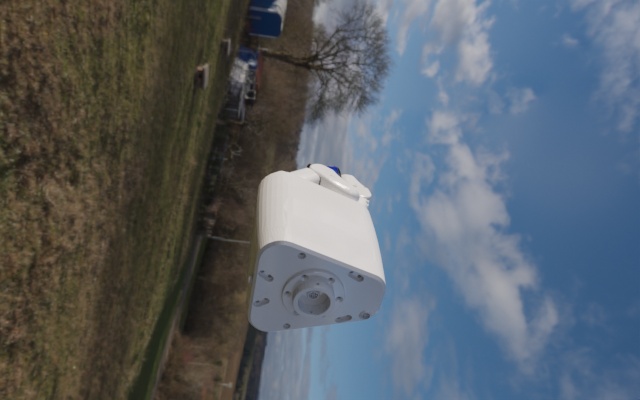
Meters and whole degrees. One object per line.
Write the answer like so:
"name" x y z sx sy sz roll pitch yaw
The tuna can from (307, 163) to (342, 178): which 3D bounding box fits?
"tuna can" 0.001 0.002 0.544 0.034 0.086 0.086 4 -1 -10
